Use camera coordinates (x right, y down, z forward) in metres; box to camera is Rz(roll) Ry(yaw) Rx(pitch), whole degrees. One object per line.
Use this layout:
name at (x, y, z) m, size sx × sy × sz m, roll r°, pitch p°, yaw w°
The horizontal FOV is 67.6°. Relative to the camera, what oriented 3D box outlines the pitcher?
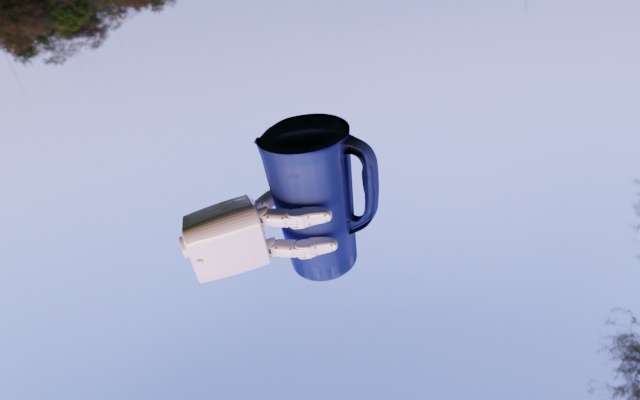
pitcher at (0.000, 0.002, 0.719) m, size 0.145 × 0.243 × 0.149 m, roll -18°, pitch 33°, yaw -12°
